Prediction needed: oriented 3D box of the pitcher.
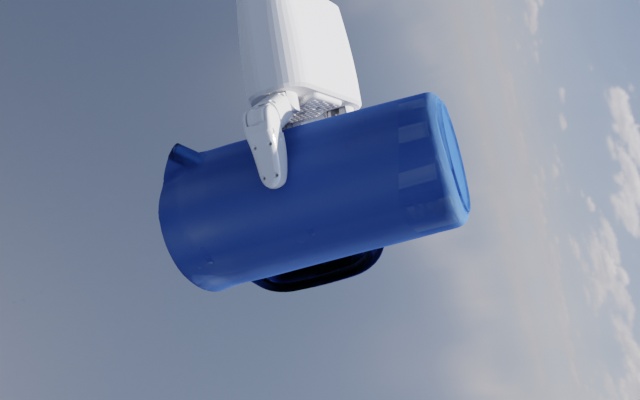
[{"bbox_3d":[0.000,0.001,0.418,0.243,0.145,0.149,-14,-10,22],"label":"pitcher"}]
